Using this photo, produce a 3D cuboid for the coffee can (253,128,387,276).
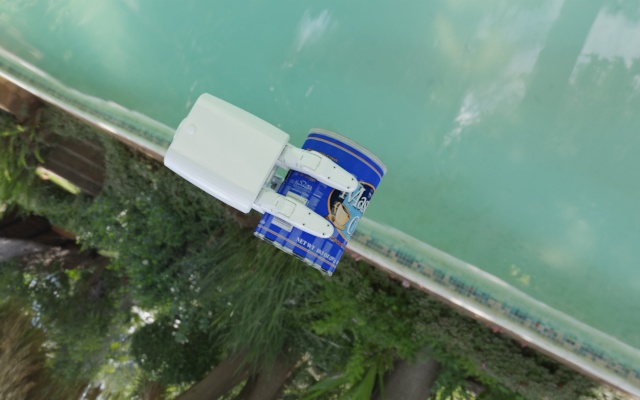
[{"bbox_3d":[0.000,0.002,0.557,0.103,0.140,0.103,28,-7,4],"label":"coffee can"}]
